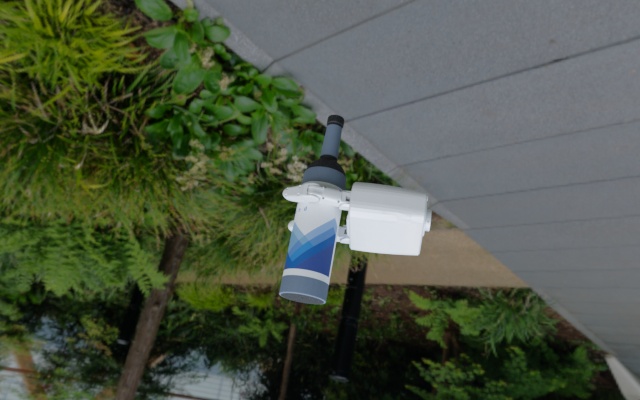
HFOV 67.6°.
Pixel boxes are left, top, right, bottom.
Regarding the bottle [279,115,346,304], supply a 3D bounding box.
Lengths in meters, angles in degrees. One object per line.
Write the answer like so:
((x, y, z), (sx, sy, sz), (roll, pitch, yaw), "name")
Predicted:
((0.000, 0.003, 0.718), (0.069, 0.295, 0.069), (9, -22, 4), "bottle")
